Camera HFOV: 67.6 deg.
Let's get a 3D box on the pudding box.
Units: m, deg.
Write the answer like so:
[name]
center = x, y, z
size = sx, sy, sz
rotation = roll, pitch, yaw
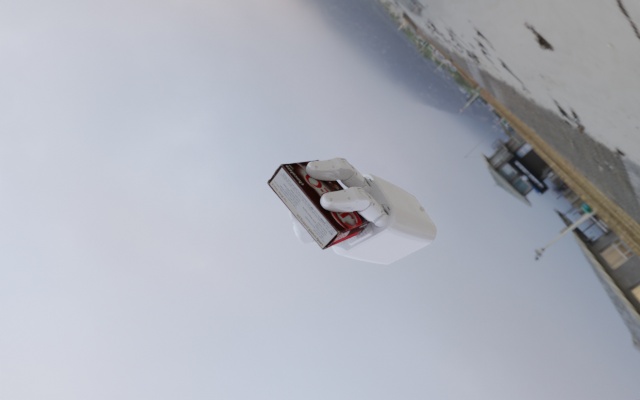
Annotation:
[pudding box]
center = 0.000, 0.002, 0.597
size = 0.039, 0.113, 0.090
rotation = -50, -17, 25
